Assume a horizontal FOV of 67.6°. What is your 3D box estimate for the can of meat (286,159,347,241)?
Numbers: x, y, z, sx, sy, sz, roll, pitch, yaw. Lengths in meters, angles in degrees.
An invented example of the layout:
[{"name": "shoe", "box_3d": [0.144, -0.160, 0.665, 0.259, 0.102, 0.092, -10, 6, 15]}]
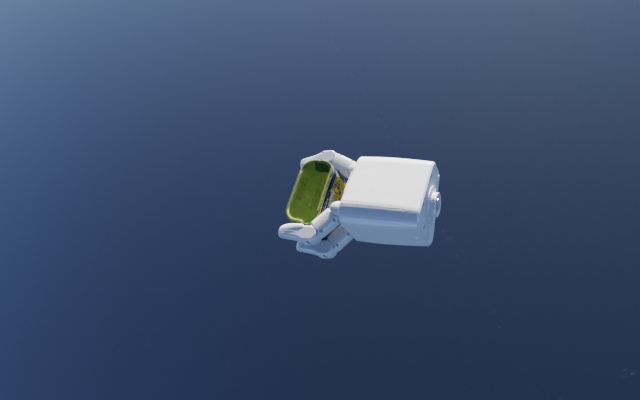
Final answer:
[{"name": "can of meat", "box_3d": [0.000, 0.002, 0.689, 0.057, 0.102, 0.084, 9, -19, 27]}]
